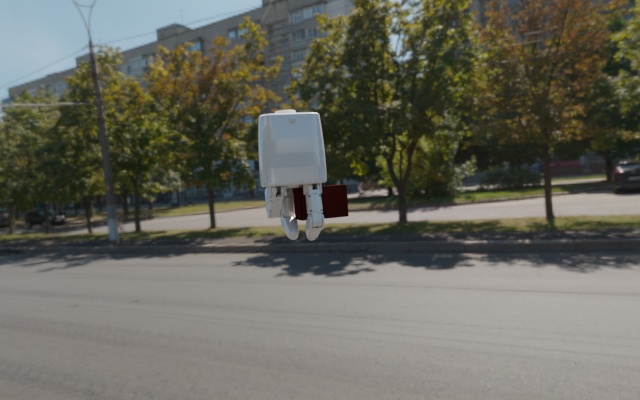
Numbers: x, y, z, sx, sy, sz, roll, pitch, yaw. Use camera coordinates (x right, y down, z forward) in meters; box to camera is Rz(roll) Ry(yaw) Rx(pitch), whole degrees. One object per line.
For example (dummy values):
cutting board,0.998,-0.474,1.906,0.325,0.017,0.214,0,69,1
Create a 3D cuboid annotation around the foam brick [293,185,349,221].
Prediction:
foam brick,0.000,0.003,0.756,0.078,0.051,0.053,-5,1,-14
